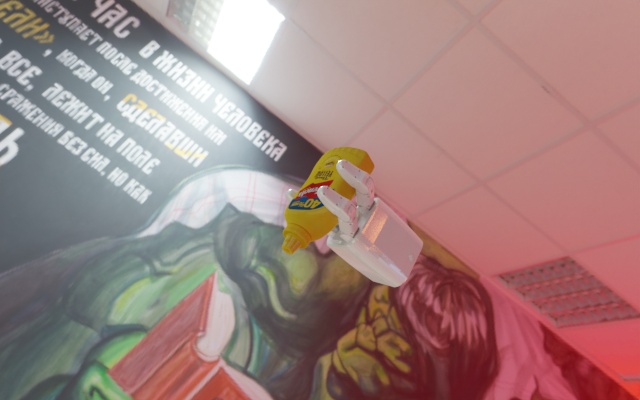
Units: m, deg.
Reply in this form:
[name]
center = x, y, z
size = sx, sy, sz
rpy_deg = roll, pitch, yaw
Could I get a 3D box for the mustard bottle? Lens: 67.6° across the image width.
[mustard bottle]
center = 0.000, 0.002, 0.712
size = 0.096, 0.191, 0.058
rpy_deg = 2, -43, 42
